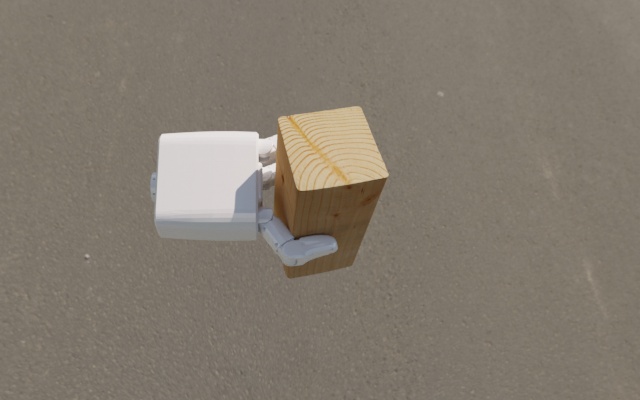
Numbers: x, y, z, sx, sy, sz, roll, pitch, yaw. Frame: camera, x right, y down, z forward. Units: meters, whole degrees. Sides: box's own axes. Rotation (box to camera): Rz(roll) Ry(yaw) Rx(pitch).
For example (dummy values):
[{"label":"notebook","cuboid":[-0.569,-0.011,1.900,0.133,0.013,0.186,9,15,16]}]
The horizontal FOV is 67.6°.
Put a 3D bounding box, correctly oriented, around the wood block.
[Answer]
[{"label":"wood block","cuboid":[0.000,0.002,0.541,0.090,0.090,0.206,-10,-29,-13]}]
